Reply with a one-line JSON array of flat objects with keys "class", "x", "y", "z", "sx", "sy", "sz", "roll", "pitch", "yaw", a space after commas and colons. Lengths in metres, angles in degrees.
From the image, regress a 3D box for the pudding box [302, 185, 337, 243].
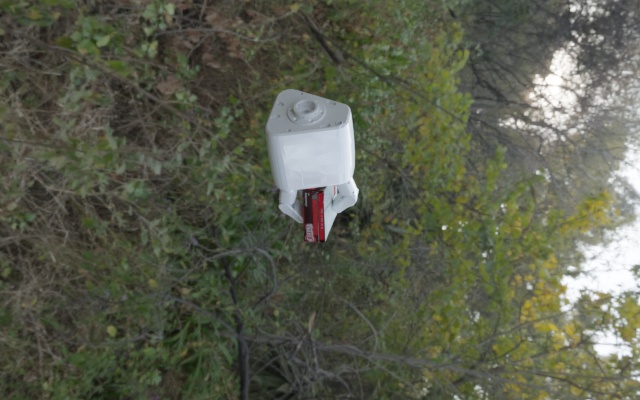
[{"class": "pudding box", "x": 0.000, "y": 0.002, "z": 0.752, "sx": 0.039, "sy": 0.090, "sz": 0.113, "roll": 5, "pitch": 24, "yaw": 12}]
